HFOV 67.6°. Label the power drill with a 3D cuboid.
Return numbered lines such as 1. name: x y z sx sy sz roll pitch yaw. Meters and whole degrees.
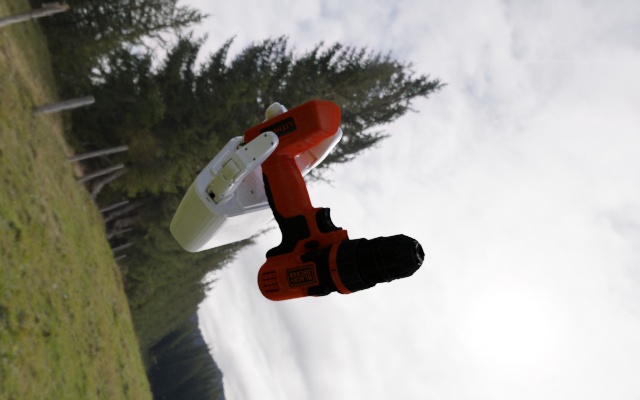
1. power drill: 0.000 0.001 0.474 0.184 0.187 0.057 -16 -9 31
